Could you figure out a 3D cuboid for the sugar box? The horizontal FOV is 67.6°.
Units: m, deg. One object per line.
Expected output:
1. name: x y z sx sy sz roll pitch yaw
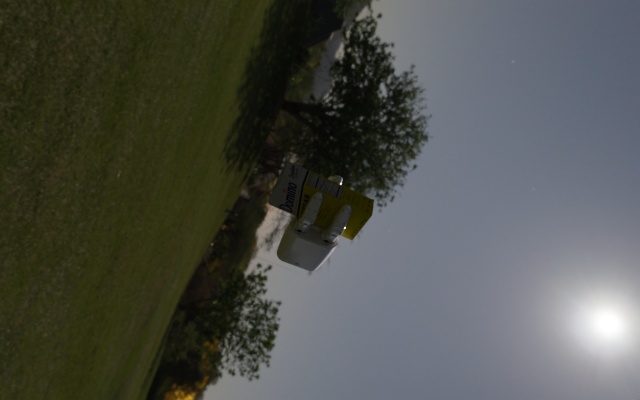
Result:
1. sugar box: 0.000 0.003 0.870 0.176 0.048 0.093 21 -41 -8
